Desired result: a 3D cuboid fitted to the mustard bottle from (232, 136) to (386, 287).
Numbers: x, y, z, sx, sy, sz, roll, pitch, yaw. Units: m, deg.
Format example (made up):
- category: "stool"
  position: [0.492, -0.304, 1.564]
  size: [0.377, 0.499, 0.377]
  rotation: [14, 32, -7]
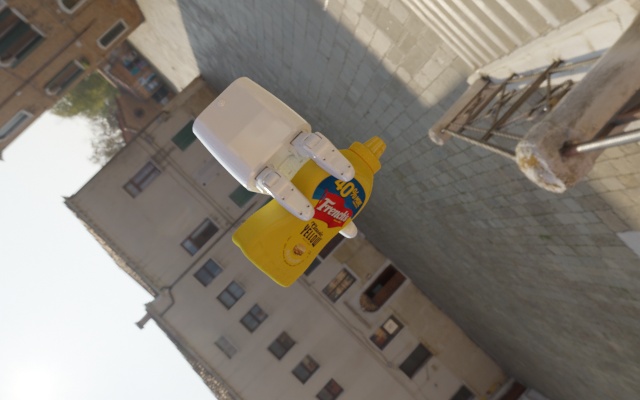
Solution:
- category: "mustard bottle"
  position: [0.000, 0.002, 0.523]
  size: [0.058, 0.191, 0.096]
  rotation: [39, -8, 44]
